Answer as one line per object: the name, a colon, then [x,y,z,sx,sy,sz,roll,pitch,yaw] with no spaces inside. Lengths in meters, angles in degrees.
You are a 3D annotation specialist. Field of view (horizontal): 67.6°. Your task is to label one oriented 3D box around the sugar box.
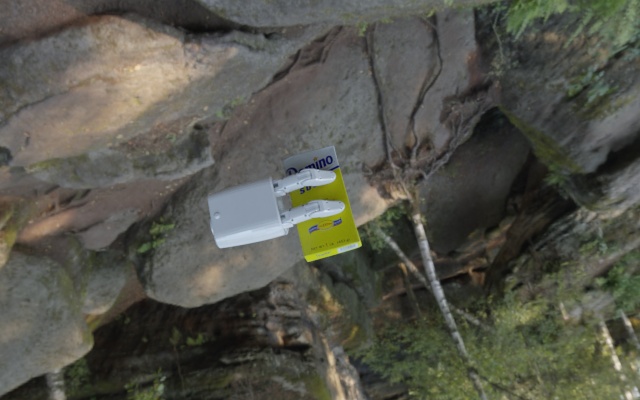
sugar box: [0.000,0.003,0.785,0.093,0.176,0.048,-16,-19,1]
